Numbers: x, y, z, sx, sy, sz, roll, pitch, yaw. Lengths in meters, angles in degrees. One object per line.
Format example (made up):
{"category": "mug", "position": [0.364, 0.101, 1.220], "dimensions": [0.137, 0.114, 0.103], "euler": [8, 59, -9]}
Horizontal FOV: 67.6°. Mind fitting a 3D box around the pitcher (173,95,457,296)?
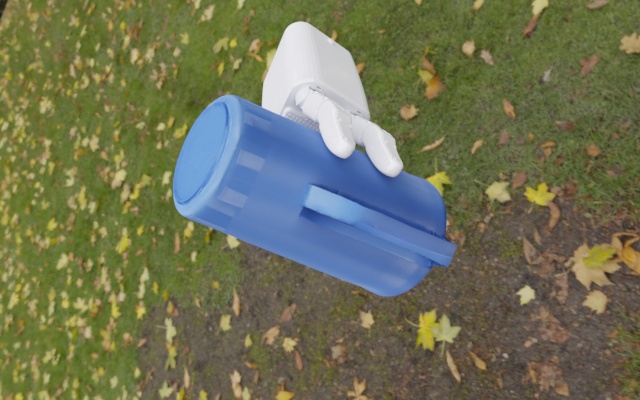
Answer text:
{"category": "pitcher", "position": [0.000, 0.001, 0.443], "dimensions": [0.243, 0.145, 0.149], "euler": [23, -45, -34]}
